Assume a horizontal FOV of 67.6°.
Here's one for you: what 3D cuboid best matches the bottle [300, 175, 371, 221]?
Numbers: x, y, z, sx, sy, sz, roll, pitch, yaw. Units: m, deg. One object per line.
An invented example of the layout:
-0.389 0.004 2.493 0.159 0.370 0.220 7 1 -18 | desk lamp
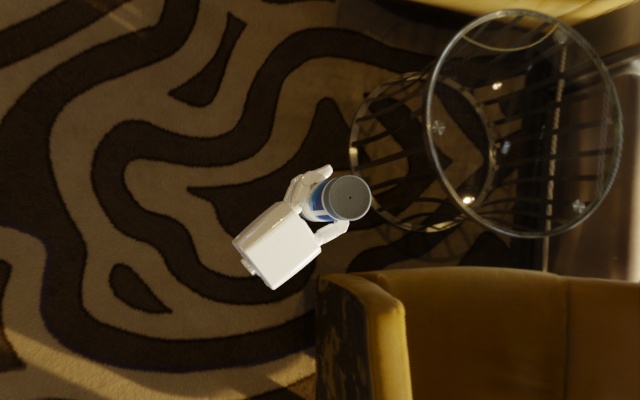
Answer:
0.000 0.003 0.829 0.069 0.069 0.296 0 -3 -17 | bottle
